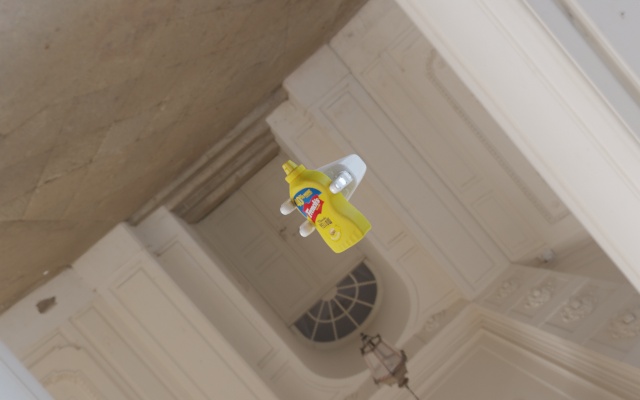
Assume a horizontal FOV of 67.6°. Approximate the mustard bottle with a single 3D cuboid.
[{"bbox_3d":[0.000,0.003,0.875,0.058,0.191,0.096,-43,3,-40],"label":"mustard bottle"}]
